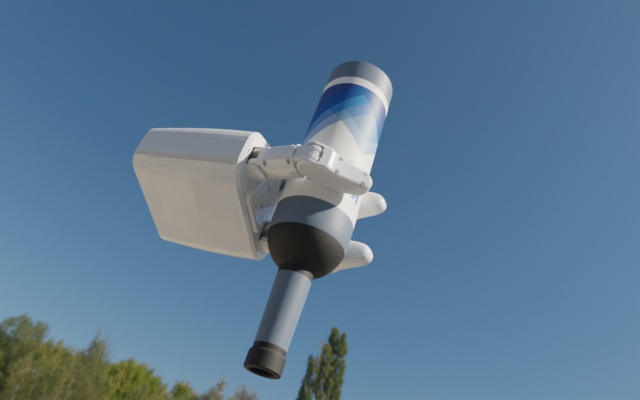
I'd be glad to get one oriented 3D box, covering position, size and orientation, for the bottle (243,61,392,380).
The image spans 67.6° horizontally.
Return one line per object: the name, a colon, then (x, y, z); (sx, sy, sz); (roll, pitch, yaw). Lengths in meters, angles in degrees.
bottle: (0.000, 0.001, 0.407); (0.069, 0.295, 0.069); (13, -33, 9)
